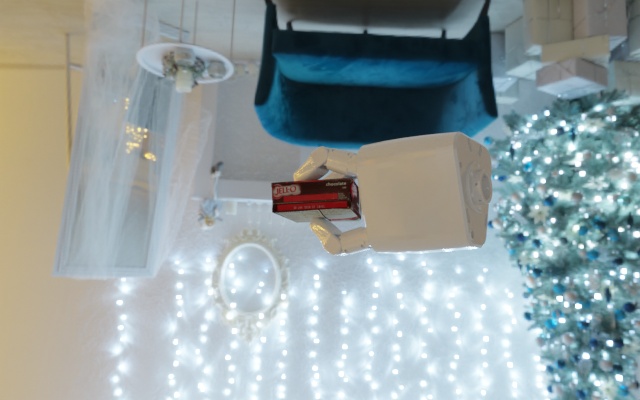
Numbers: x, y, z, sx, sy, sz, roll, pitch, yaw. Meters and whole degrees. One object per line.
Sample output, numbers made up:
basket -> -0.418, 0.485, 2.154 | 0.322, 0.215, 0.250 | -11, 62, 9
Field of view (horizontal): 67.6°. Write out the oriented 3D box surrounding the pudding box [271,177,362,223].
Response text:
pudding box -> 0.000, 0.002, 0.561 | 0.090, 0.039, 0.113 | -2, -10, 11
